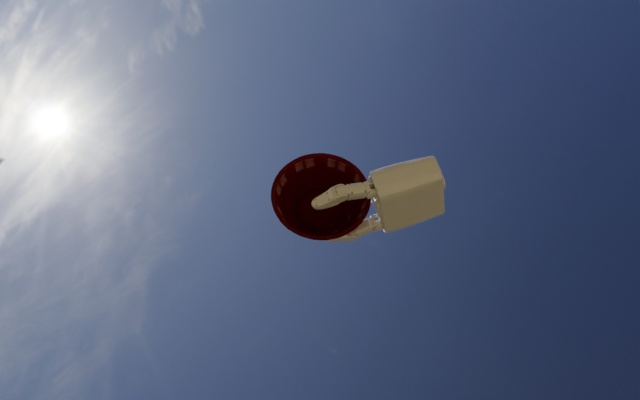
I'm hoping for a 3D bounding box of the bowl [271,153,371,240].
[{"bbox_3d":[-0.001,0.003,0.790,0.162,0.162,0.055,0,-29,-3],"label":"bowl"}]
